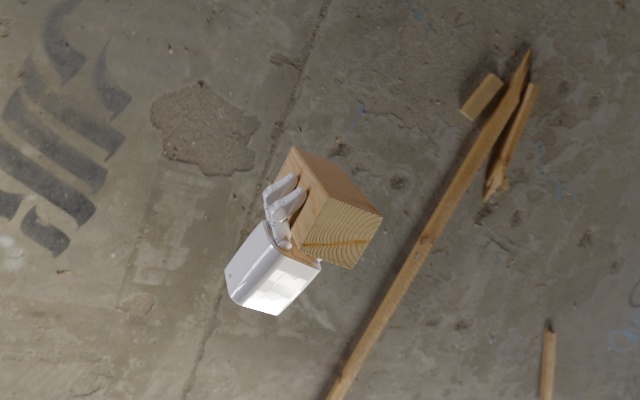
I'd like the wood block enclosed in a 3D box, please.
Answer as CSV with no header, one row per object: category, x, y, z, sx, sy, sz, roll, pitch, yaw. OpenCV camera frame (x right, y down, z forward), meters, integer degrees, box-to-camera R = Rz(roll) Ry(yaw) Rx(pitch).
wood block,0.000,0.003,0.724,0.091,0.090,0.206,22,17,-25
